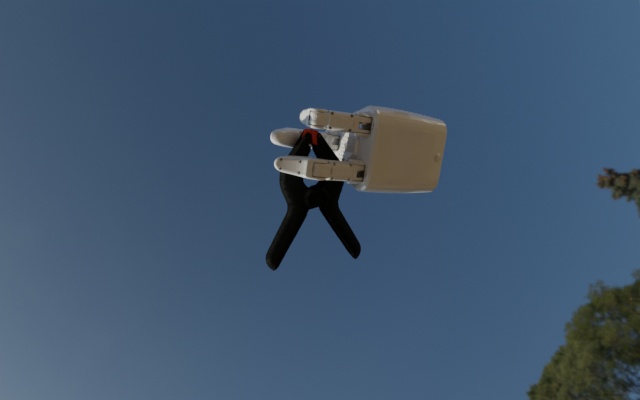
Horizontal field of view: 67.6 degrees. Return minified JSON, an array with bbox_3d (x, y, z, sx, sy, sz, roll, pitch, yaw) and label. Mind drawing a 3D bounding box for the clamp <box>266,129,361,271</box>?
[{"bbox_3d":[0.000,0.002,0.577,0.120,0.171,0.039,3,11,-27],"label":"clamp"}]
